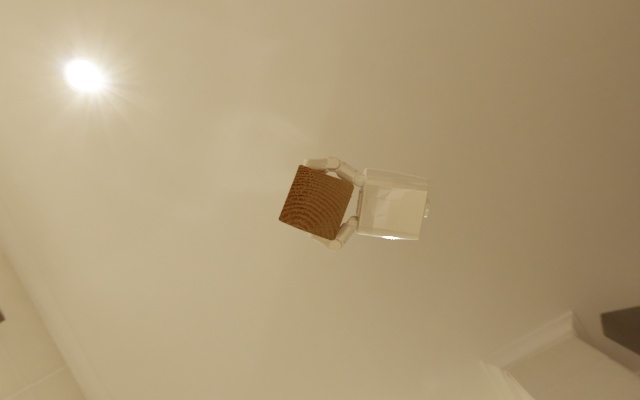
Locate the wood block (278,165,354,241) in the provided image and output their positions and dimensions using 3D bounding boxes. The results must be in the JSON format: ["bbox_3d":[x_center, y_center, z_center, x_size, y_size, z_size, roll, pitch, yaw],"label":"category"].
[{"bbox_3d":[0.000,0.003,0.794,0.090,0.091,0.206,20,1,3],"label":"wood block"}]
